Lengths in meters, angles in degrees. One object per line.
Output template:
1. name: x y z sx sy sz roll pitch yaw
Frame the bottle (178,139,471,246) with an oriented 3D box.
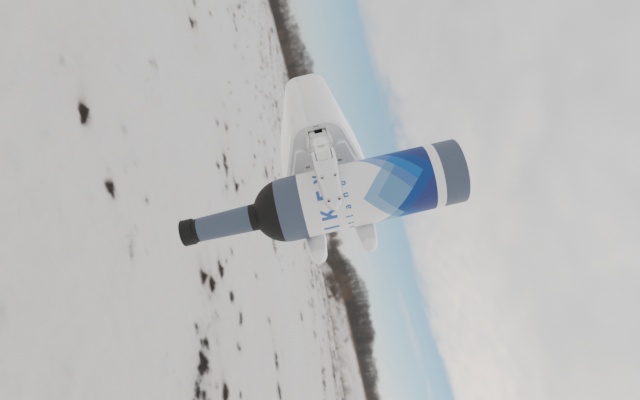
1. bottle: 0.000 0.002 0.496 0.296 0.069 0.069 -13 0 0
